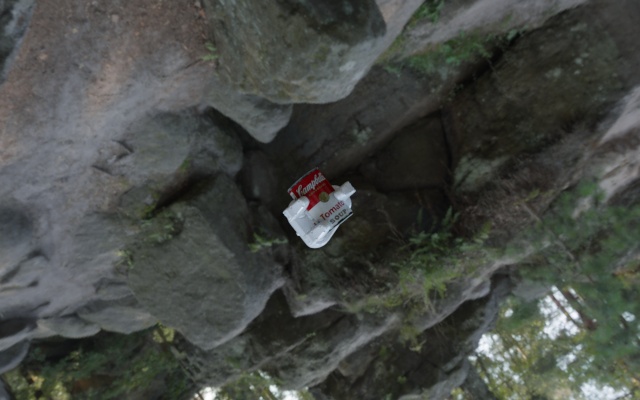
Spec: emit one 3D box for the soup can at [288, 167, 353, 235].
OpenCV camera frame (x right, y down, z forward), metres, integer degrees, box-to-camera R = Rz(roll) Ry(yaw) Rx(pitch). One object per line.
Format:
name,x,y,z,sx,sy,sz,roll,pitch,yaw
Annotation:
soup can,0.000,0.003,0.832,0.068,0.102,0.068,-38,-4,-3
